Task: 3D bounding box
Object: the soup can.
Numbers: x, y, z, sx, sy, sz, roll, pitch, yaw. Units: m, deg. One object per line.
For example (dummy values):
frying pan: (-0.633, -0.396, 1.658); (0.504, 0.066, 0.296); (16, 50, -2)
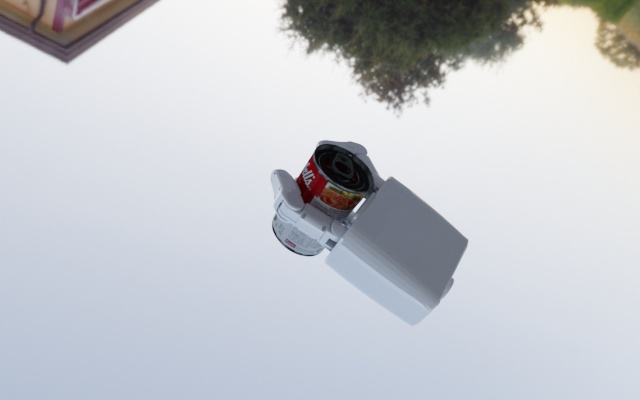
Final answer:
soup can: (-0.001, 0.002, 0.494); (0.068, 0.068, 0.102); (0, -42, -39)
